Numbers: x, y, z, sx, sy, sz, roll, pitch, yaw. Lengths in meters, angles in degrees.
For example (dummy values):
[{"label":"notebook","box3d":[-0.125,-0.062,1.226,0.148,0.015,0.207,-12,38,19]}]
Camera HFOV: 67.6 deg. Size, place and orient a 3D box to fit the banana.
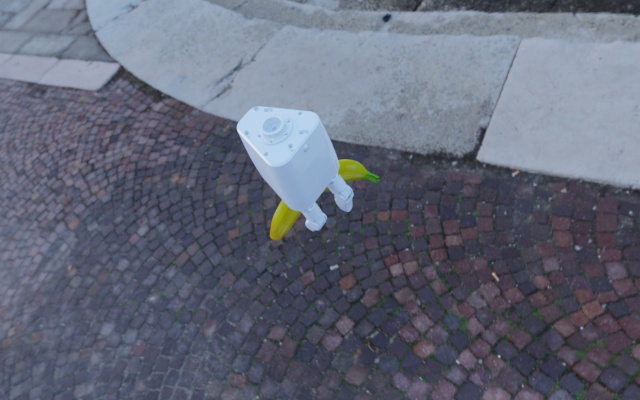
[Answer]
[{"label":"banana","box3d":[-0.006,-0.013,0.758,0.198,0.069,0.037,-31,-28,-6]}]
